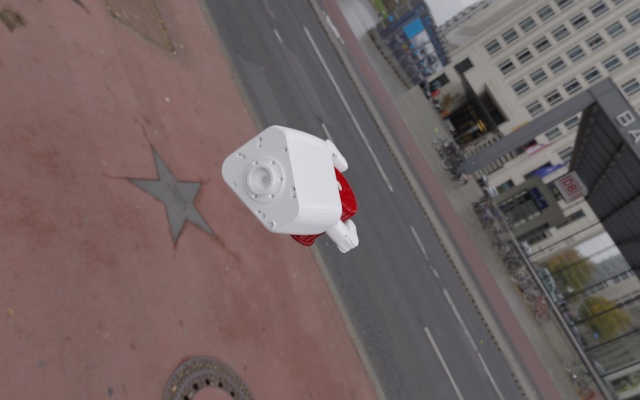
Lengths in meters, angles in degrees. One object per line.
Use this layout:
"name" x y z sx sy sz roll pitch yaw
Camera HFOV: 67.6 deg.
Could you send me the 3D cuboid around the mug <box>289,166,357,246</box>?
"mug" 0.001 0.002 0.651 0.081 0.093 0.117 -32 -14 20
